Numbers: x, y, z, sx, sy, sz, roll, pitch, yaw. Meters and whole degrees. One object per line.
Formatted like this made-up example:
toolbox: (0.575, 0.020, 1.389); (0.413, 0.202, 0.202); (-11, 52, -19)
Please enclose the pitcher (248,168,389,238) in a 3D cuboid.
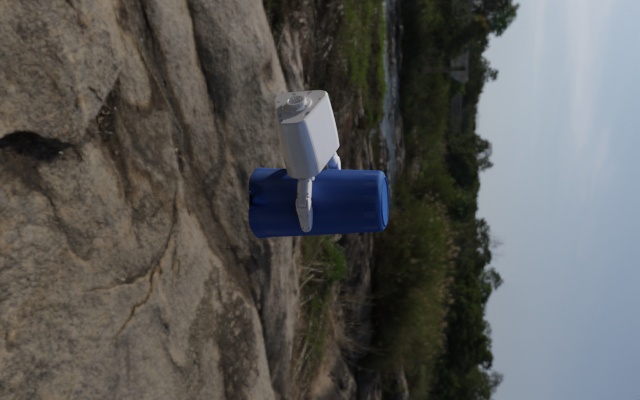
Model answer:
pitcher: (0.000, 0.003, 0.878); (0.243, 0.145, 0.149); (-1, 40, 15)
